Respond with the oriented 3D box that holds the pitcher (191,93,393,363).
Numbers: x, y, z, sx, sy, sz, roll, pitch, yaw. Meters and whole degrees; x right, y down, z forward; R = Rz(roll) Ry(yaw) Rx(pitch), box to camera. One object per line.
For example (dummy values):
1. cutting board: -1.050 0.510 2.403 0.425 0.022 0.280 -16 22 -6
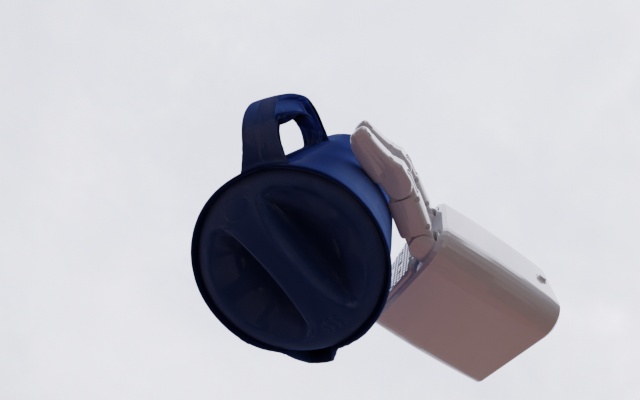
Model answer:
1. pitcher: 0.000 0.001 0.408 0.145 0.149 0.242 32 20 1
